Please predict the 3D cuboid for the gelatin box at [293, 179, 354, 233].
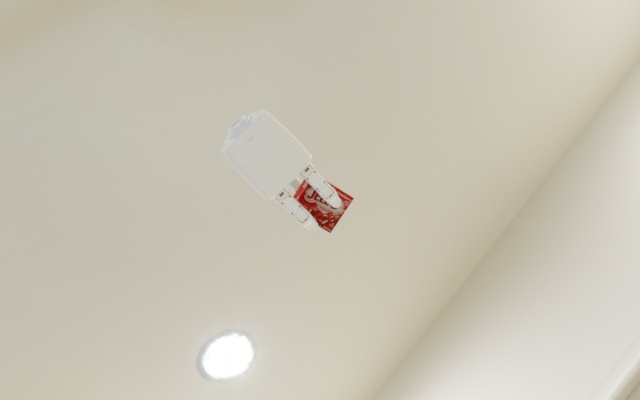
[{"bbox_3d":[0.000,0.003,0.804,0.089,0.073,0.030,31,5,-27],"label":"gelatin box"}]
